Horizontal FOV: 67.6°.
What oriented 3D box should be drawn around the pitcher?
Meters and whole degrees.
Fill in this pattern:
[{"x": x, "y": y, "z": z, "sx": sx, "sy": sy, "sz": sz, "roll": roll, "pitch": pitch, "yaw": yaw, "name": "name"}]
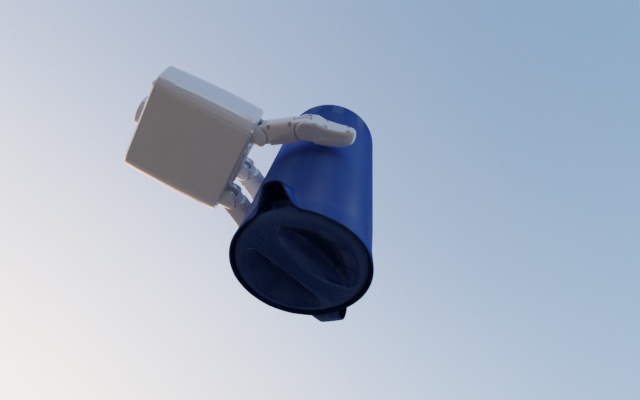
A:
[{"x": 0.000, "y": 0.002, "z": 0.528, "sx": 0.145, "sy": 0.149, "sz": 0.242, "roll": 25, "pitch": 37, "yaw": -9, "name": "pitcher"}]
